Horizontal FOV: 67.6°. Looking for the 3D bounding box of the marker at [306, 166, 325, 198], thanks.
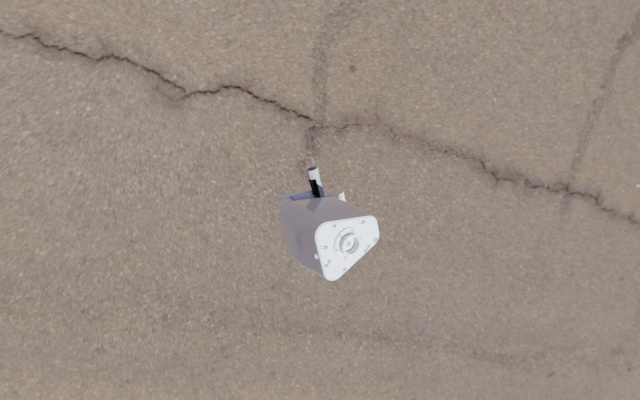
[{"bbox_3d":[0.000,0.003,0.787,0.020,0.121,0.020,-12,24,5],"label":"marker"}]
